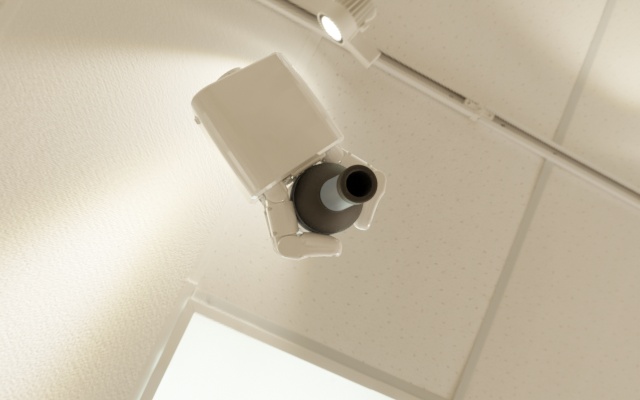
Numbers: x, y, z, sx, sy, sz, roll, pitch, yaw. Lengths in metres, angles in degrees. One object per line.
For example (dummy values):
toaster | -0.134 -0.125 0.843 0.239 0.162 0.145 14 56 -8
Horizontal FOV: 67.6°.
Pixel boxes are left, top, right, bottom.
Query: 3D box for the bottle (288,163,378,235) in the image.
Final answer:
bottle | 0.000 0.002 0.474 0.069 0.069 0.296 0 -5 -11
